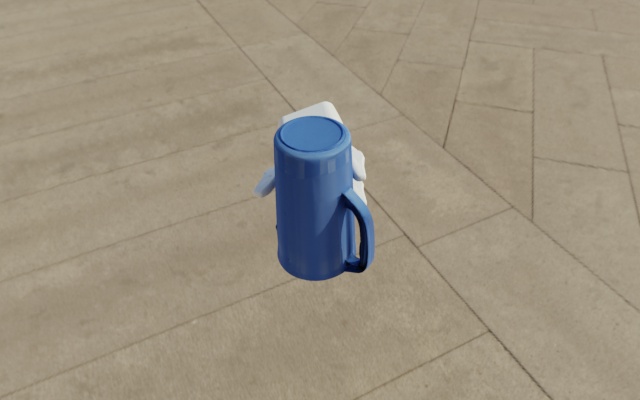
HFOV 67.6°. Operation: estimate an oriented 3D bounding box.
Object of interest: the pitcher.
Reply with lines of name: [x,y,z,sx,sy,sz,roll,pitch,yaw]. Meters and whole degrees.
pitcher: [0.000,0.002,0.727,0.149,0.243,0.145,-6,41,-5]
